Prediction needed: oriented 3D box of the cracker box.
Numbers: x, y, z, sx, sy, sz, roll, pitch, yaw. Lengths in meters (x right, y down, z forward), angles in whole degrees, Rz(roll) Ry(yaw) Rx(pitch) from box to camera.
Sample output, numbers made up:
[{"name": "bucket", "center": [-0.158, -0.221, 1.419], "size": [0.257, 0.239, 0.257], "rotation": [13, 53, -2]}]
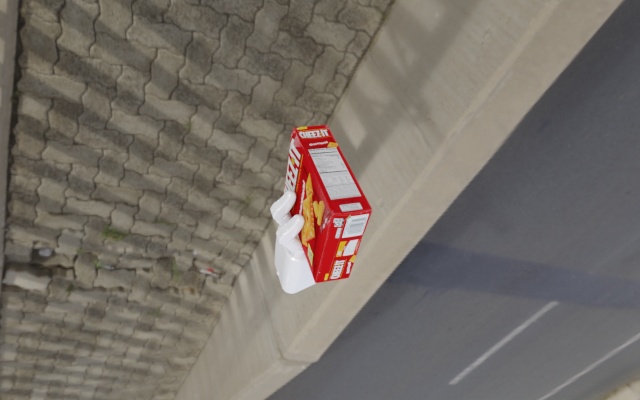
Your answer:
[{"name": "cracker box", "center": [0.000, 0.003, 0.799], "size": [0.072, 0.164, 0.213], "rotation": [-6, 46, -20]}]
